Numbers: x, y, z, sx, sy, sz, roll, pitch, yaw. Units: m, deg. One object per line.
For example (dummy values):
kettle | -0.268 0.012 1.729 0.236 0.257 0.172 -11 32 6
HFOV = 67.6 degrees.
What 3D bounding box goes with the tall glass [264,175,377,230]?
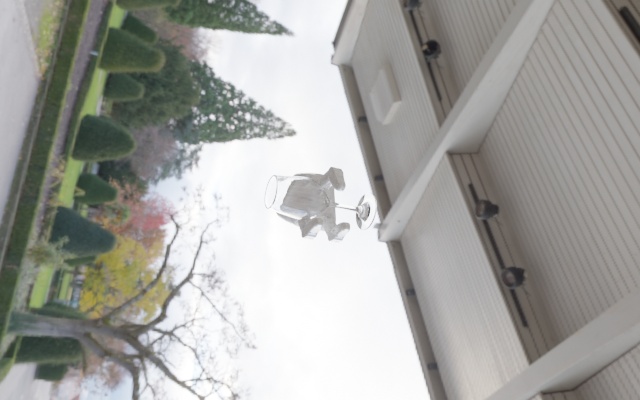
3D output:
tall glass | 0.001 0.003 0.887 0.201 0.079 0.079 12 -5 -25
